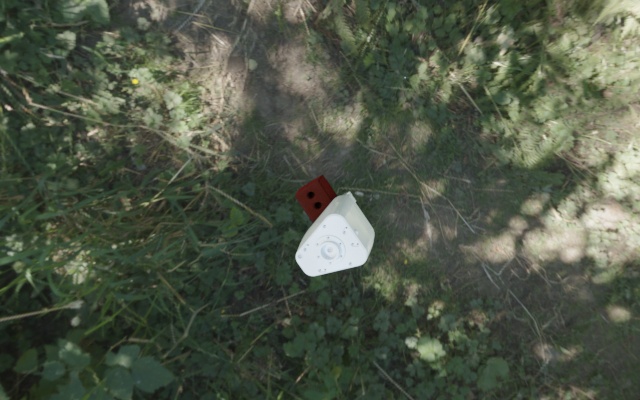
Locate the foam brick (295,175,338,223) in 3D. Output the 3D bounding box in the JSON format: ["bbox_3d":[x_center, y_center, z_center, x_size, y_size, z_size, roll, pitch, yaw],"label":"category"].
[{"bbox_3d":[0.000,0.003,0.846,0.053,0.078,0.051,-33,7,17],"label":"foam brick"}]
